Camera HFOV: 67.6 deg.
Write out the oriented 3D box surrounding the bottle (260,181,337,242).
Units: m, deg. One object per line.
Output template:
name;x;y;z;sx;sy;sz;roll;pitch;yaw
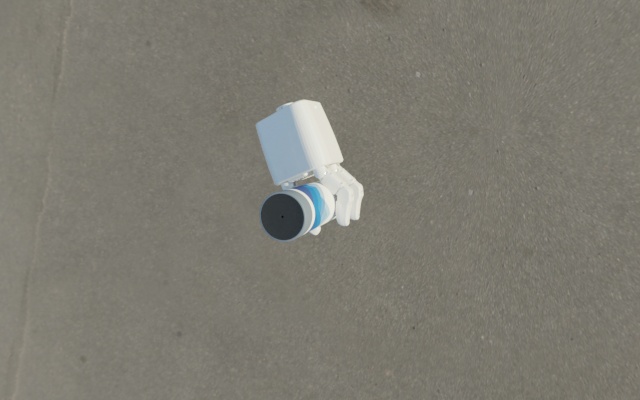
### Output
bottle;0.000;0.003;0.757;0.069;0.069;0.295;0;7;20
